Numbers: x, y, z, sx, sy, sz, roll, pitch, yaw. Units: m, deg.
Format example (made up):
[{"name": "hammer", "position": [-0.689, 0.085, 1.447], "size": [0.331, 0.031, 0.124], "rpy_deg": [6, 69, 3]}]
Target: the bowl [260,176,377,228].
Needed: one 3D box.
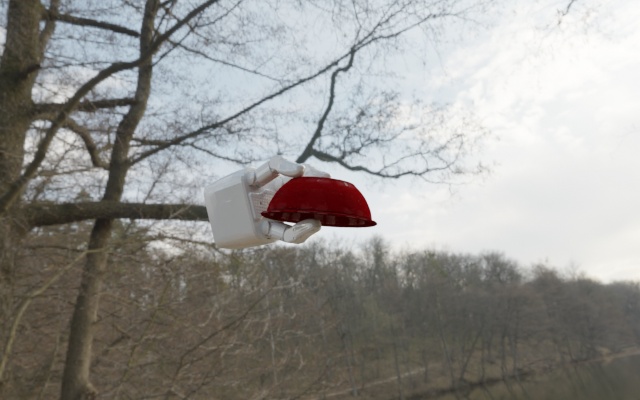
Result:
[{"name": "bowl", "position": [0.001, 0.002, 0.664], "size": [0.162, 0.055, 0.162], "rpy_deg": [5, -8, 1]}]
